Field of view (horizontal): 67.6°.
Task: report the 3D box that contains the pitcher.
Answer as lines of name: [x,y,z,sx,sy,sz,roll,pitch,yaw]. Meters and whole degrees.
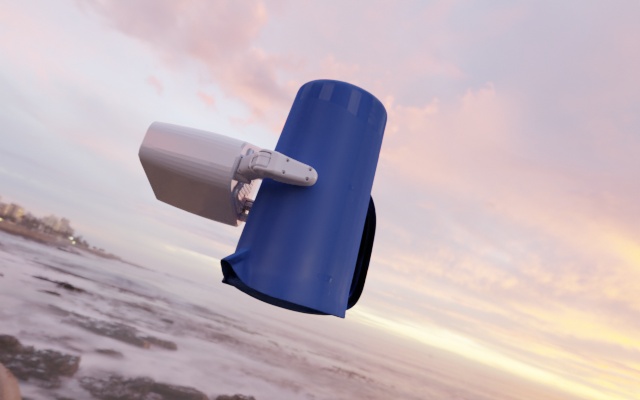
pitcher: [0.000,0.002,0.527,0.145,0.242,0.149,16,-13,6]
